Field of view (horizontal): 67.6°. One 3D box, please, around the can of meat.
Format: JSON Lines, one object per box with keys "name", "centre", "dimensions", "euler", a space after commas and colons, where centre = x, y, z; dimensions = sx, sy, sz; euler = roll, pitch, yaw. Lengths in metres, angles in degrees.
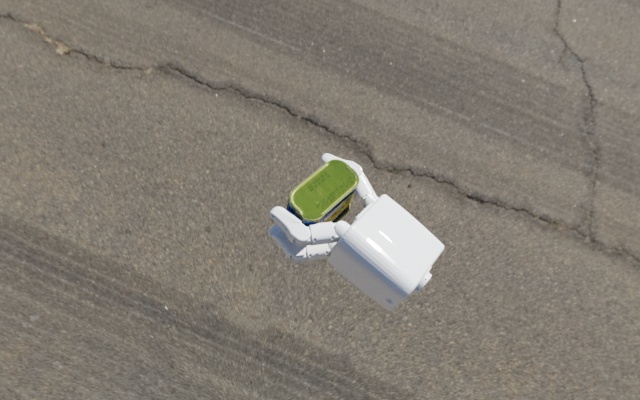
{"name": "can of meat", "centre": [0.000, 0.002, 0.631], "dimensions": [0.102, 0.057, 0.084], "euler": [-41, -13, -23]}
